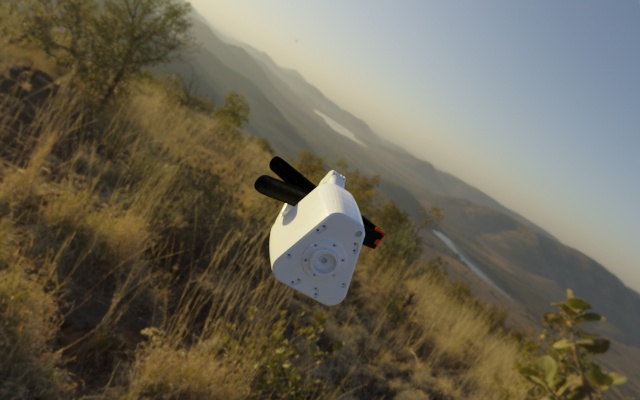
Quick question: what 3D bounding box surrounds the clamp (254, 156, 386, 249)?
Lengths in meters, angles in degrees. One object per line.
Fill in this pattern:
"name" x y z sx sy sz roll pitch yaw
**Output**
"clamp" 0.001 0.002 0.707 0.210 0.036 0.164 30 15 -13
